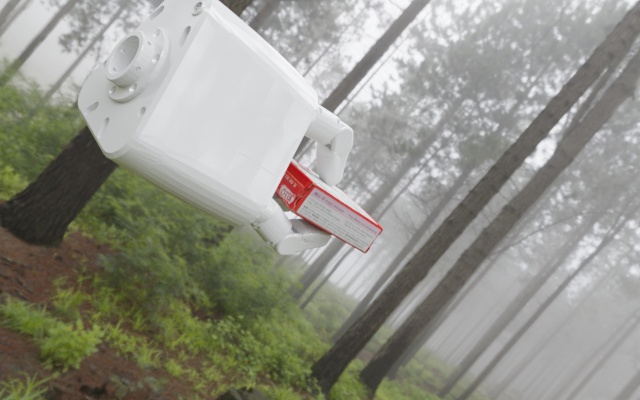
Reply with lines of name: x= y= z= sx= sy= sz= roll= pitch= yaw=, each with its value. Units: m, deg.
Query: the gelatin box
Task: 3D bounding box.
gelatin box: x=0.001 y=0.001 z=0.401 sx=0.089 sy=0.030 sz=0.073 roll=31 pitch=8 yaw=-36
